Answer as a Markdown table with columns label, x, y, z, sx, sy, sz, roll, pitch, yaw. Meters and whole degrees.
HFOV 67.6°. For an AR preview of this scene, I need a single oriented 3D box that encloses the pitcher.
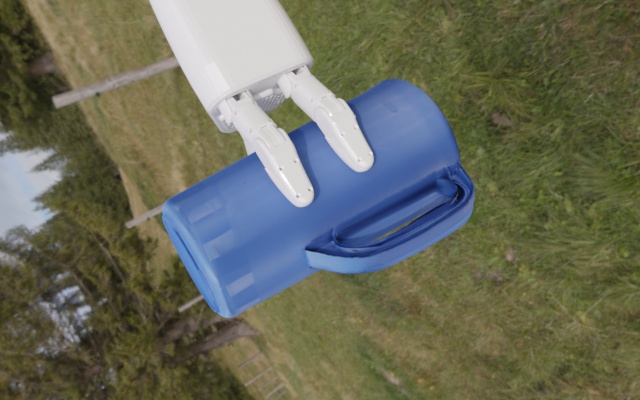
| label | x | y | z | sx | sy | sz | roll | pitch | yaw |
| --- | --- | --- | --- | --- | --- | --- | --- | --- | --- |
| pitcher | 0.000 | 0.001 | 0.416 | 0.243 | 0.145 | 0.149 | -29 | 0 | -21 |
